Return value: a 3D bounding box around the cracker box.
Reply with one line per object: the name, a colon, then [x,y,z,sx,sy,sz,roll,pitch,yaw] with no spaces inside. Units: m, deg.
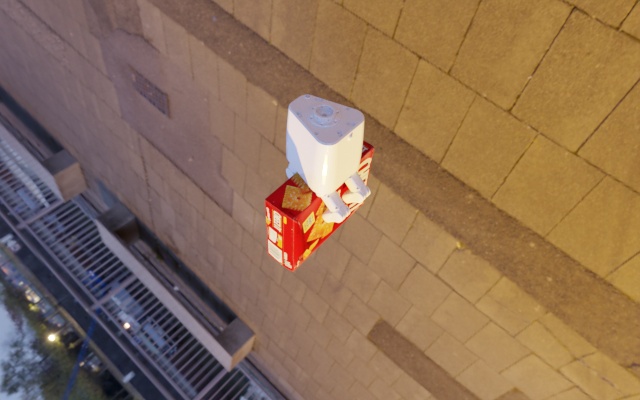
cracker box: [0.000,0.003,0.841,0.072,0.164,0.213,35,57,22]
